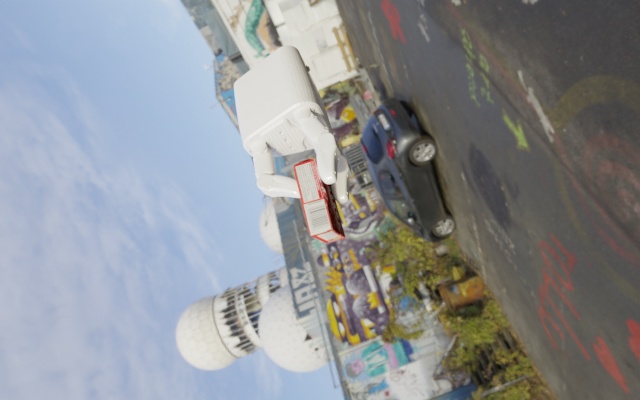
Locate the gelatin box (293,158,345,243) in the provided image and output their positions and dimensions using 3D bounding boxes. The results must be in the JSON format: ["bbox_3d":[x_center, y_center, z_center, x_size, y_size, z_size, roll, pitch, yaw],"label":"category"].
[{"bbox_3d":[0.000,0.002,0.568,0.030,0.089,0.073,-17,-15,10],"label":"gelatin box"}]
